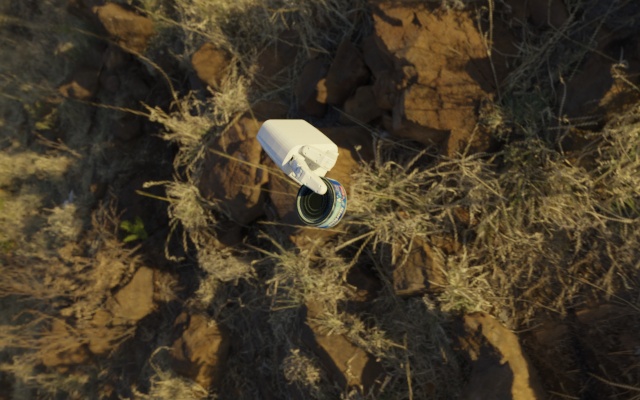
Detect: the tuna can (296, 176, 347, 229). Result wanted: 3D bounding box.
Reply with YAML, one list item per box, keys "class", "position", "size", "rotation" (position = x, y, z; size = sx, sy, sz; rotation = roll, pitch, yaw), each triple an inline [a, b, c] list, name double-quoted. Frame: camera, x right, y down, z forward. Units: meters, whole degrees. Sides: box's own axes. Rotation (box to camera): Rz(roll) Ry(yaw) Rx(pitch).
- class: "tuna can"
  position: [0.000, 0.003, 0.795]
  size: [0.086, 0.086, 0.034]
  rotation: [0, -9, 38]
